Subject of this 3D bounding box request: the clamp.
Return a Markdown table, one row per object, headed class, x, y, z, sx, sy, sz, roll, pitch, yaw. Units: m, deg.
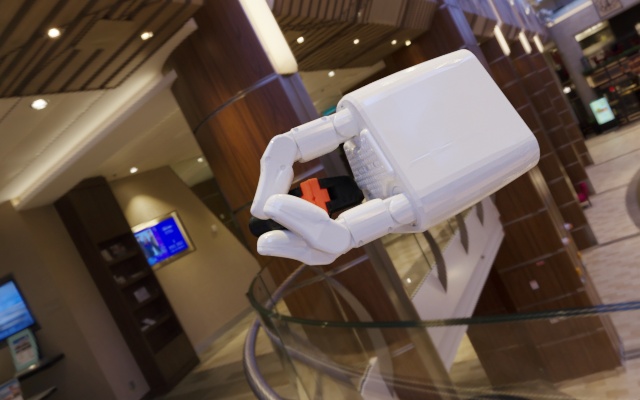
| class | x | y | z | sx | sy | sz | roll | pitch | yaw |
| --- | --- | --- | --- | --- | --- | --- | --- | --- | --- |
| clamp | 0.000 | 0.001 | 0.413 | 0.120 | 0.039 | 0.171 | -25 | 1 | -13 |
